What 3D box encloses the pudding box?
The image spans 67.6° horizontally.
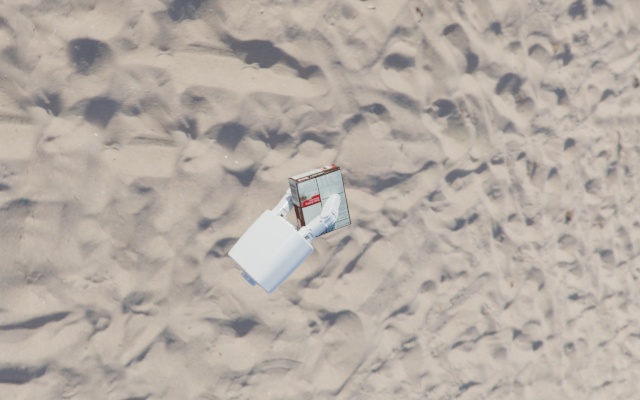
[{"bbox_3d":[0.000,0.003,0.842,0.090,0.113,0.039,-19,23,-21],"label":"pudding box"}]
